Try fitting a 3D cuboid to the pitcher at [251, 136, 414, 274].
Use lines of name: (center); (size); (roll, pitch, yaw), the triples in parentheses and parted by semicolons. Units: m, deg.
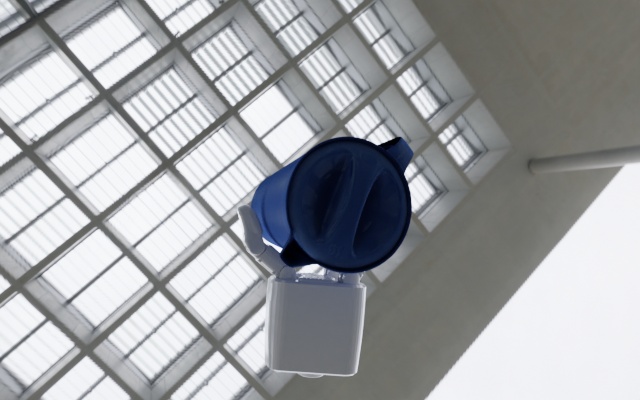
pitcher: (0.000, 0.002, 0.570); (0.149, 0.145, 0.243); (3, -3, -19)
